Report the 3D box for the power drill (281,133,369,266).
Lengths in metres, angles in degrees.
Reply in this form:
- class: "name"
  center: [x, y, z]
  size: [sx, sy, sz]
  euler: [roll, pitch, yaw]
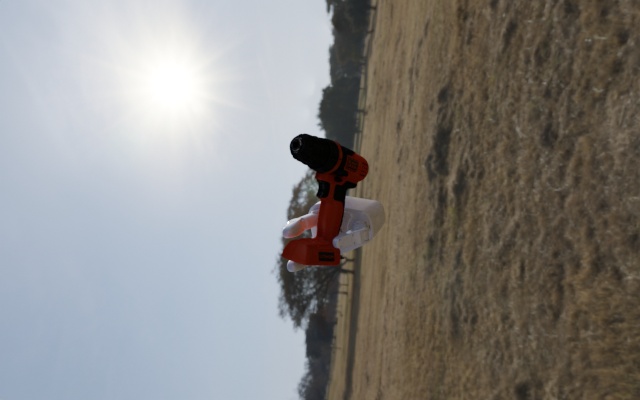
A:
- class: "power drill"
  center: [0.000, 0.003, 0.719]
  size: [0.057, 0.187, 0.184]
  euler: [16, 1, 36]
